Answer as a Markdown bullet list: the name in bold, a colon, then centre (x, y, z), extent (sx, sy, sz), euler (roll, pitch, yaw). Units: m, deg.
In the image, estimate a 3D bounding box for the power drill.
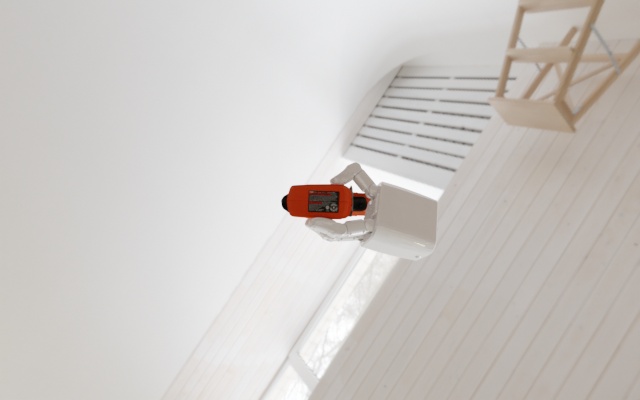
- **power drill**: centre (0.000, 0.003, 0.852), extent (0.184, 0.057, 0.187), euler (-1, 0, 11)
